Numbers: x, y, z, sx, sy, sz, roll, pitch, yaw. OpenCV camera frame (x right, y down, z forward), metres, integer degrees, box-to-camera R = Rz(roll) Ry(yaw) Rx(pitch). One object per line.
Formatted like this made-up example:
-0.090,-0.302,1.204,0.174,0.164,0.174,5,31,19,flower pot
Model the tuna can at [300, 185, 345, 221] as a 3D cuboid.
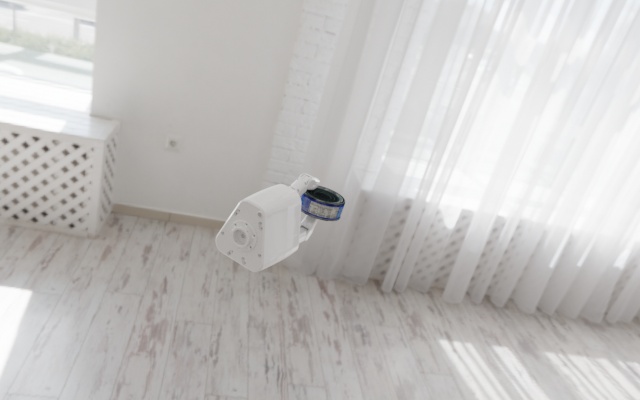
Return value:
0.000,0.002,0.852,0.086,0.034,0.086,17,19,-6,tuna can
